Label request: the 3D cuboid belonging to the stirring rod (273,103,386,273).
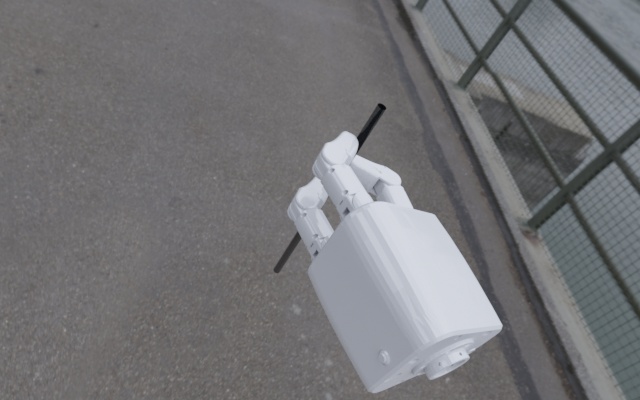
[{"bbox_3d":[0.000,0.002,0.464,0.011,0.011,0.240,0,-40,-33],"label":"stirring rod"}]
